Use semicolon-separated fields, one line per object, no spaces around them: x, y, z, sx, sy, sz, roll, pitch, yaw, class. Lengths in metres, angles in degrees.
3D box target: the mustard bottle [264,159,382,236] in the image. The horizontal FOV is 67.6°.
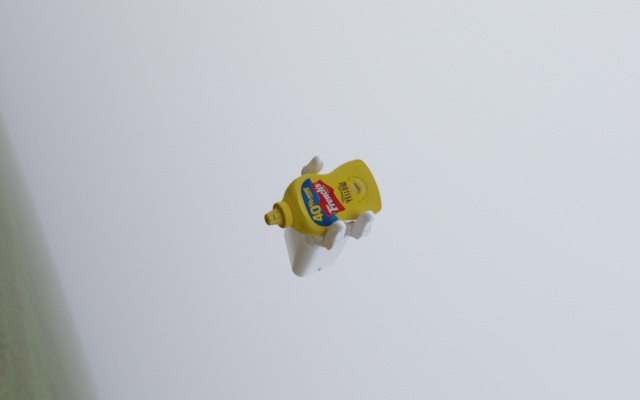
0.000;0.002;0.744;0.191;0.096;0.058;-18;-5;-29;mustard bottle
